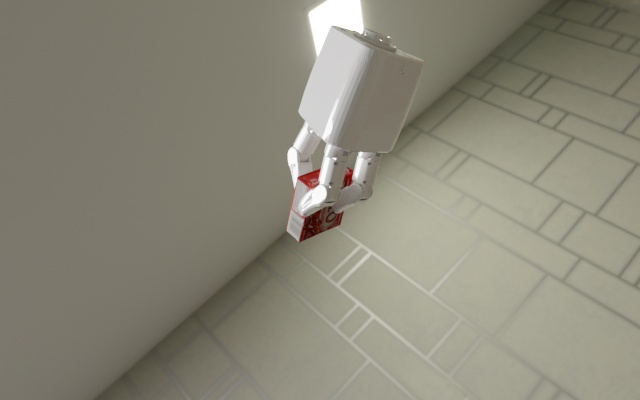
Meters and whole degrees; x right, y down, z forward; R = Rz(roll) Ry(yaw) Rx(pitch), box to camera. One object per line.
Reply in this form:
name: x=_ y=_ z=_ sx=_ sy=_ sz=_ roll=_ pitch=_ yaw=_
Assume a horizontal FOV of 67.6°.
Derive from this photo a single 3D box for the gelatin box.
gelatin box: x=0.000 y=0.002 z=0.597 sx=0.073 sy=0.089 sz=0.030 roll=-21 pitch=48 yaw=-38
